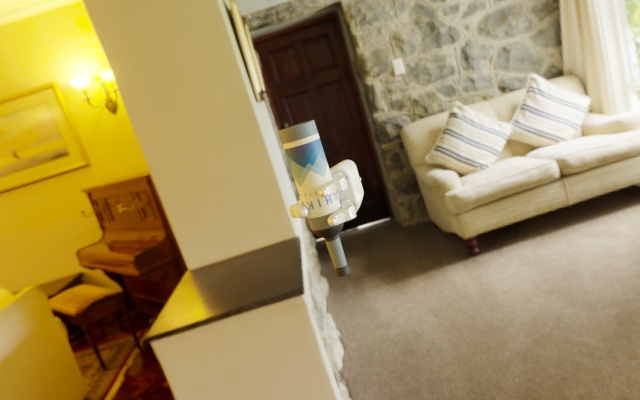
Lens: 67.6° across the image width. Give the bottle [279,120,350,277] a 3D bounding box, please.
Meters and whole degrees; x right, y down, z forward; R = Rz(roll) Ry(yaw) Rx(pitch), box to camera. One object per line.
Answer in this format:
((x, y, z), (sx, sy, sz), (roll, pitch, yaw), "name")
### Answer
((0.000, 0.003, 0.885), (0.069, 0.296, 0.069), (-17, 12, 4), "bottle")
